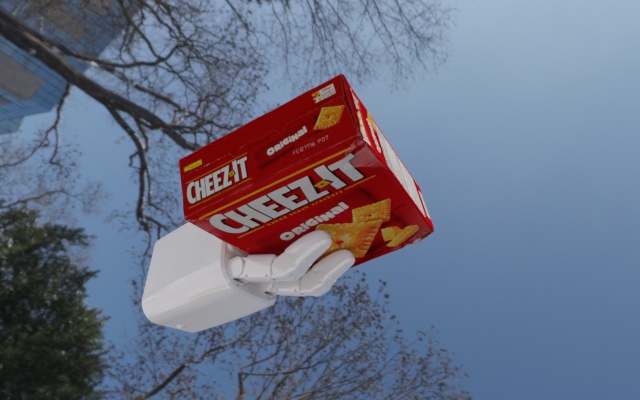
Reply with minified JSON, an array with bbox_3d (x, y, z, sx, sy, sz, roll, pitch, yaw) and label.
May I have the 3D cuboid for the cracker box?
[{"bbox_3d":[0.000,0.001,0.459,0.164,0.072,0.214,-25,-32,17],"label":"cracker box"}]
